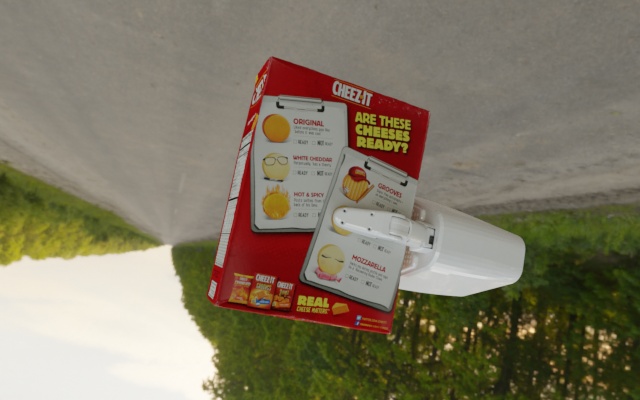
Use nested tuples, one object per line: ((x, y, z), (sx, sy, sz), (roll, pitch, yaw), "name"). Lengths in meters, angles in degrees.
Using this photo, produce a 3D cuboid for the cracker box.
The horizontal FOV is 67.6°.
((0.000, 0.002, 0.443), (0.164, 0.213, 0.072), (14, -9, -20), "cracker box")
